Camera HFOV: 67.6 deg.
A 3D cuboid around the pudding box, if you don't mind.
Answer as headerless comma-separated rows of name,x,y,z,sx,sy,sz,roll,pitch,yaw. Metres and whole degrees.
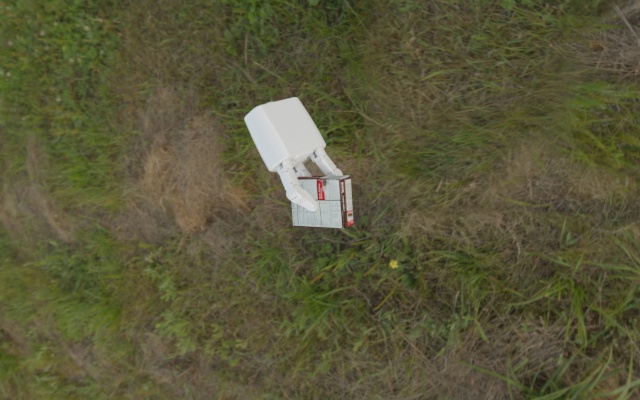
pudding box,0.000,0.003,0.842,0.113,0.090,0.039,2,11,35
